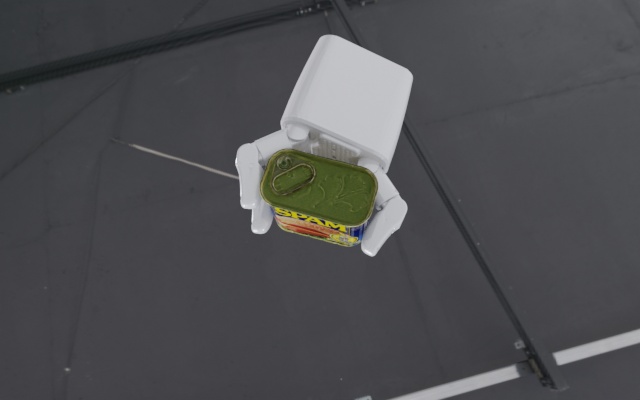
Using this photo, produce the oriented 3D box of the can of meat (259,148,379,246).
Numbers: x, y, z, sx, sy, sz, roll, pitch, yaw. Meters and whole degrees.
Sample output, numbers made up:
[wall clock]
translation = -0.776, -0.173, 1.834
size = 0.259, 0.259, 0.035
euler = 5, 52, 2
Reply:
[can of meat]
translation = 0.000, 0.002, 0.455
size = 0.102, 0.057, 0.084
euler = 15, -19, 8
